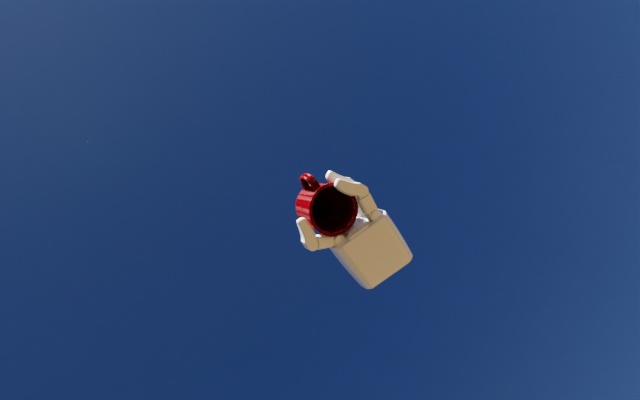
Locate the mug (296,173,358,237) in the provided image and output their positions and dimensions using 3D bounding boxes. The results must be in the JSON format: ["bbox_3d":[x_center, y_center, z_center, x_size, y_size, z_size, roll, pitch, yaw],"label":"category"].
[{"bbox_3d":[-0.001,0.002,0.838,0.093,0.117,0.081,-41,20,-16],"label":"mug"}]
